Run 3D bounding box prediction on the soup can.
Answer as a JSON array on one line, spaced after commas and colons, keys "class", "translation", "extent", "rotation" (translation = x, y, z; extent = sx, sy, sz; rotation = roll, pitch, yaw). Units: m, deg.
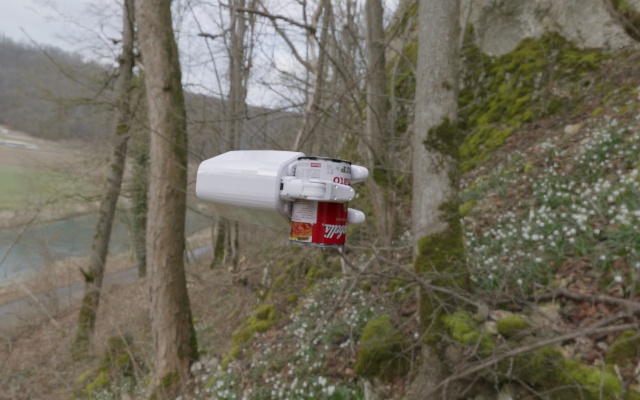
[{"class": "soup can", "translation": [0.001, 0.002, 0.573], "extent": [0.068, 0.102, 0.068], "rotation": [5, 0, 0]}]
